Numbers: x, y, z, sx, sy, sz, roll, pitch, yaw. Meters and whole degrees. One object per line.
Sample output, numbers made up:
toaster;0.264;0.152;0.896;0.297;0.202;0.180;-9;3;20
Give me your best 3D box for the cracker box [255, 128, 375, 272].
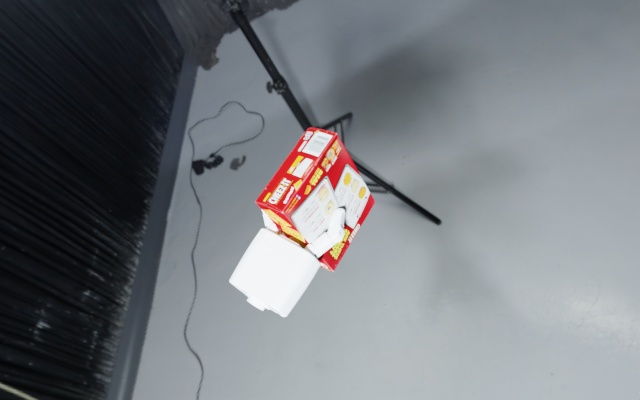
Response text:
cracker box;0.000;0.003;0.838;0.072;0.164;0.214;20;-21;35
